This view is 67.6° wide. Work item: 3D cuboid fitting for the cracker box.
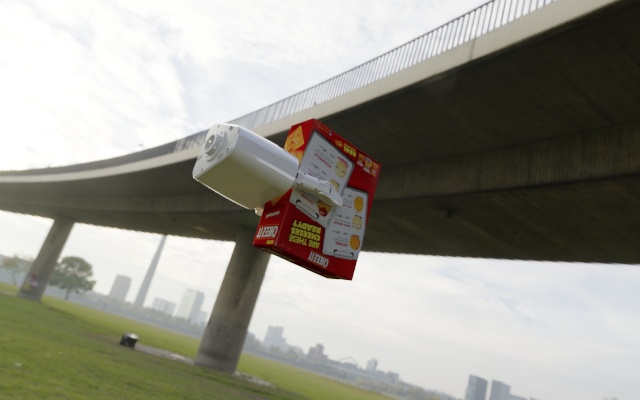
[{"bbox_3d":[0.000,0.002,0.772,0.164,0.213,0.072,29,-23,-34],"label":"cracker box"}]
